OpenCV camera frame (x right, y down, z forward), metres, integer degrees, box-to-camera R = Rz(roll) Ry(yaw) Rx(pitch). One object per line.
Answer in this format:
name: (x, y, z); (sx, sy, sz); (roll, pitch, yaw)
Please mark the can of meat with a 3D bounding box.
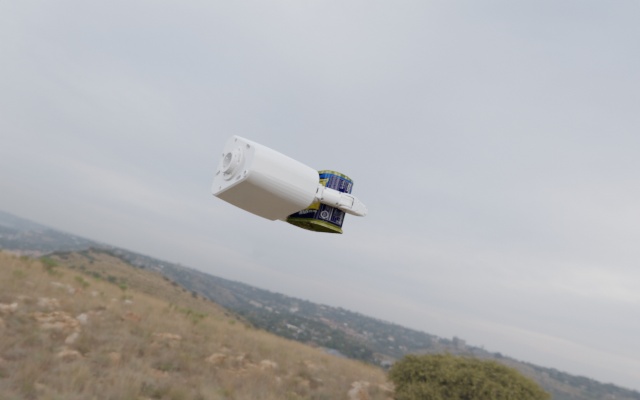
can of meat: (0.000, 0.002, 0.736); (0.057, 0.084, 0.102); (22, -12, -31)
